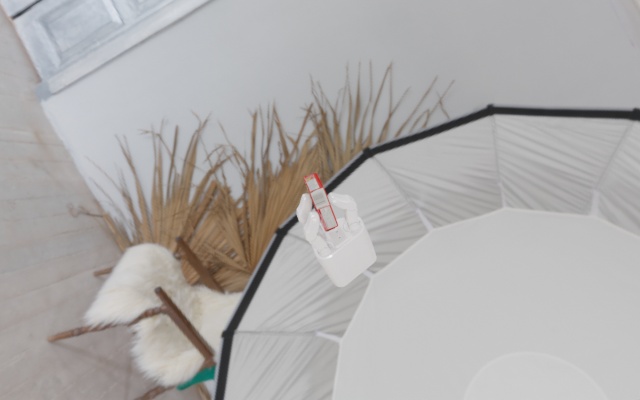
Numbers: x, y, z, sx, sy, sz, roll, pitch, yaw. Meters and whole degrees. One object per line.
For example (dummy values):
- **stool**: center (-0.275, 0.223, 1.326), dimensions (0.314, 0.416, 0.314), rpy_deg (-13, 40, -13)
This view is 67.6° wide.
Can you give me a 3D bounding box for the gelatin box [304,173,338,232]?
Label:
- **gelatin box**: center (0.000, 0.002, 0.886), dimensions (0.030, 0.089, 0.073), rpy_deg (-22, 28, -1)
